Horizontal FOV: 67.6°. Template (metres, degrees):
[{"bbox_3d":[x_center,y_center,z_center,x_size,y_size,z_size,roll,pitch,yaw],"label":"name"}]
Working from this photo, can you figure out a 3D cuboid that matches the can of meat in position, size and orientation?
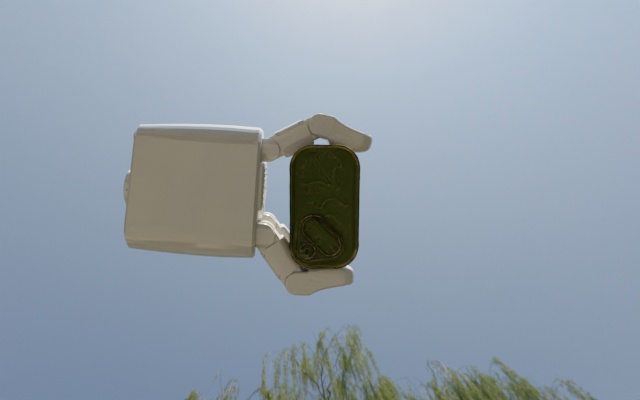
[{"bbox_3d":[0.000,0.001,0.426,0.057,0.102,0.084,0,6,-5],"label":"can of meat"}]
